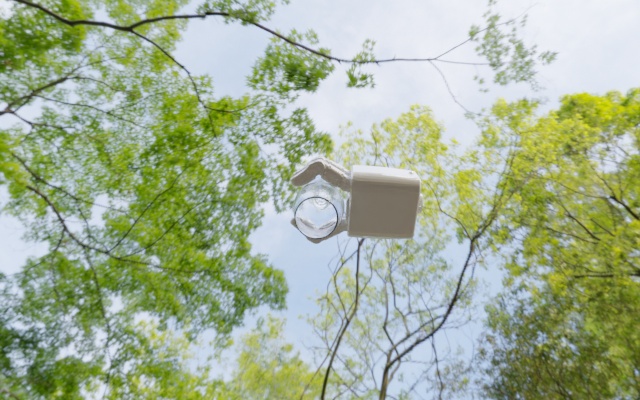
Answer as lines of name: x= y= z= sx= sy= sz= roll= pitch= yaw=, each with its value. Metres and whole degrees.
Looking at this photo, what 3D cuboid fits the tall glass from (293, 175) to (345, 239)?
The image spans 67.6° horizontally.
tall glass: x=0.000 y=0.002 z=0.760 sx=0.079 sy=0.079 sz=0.201 roll=0 pitch=13 yaw=4
